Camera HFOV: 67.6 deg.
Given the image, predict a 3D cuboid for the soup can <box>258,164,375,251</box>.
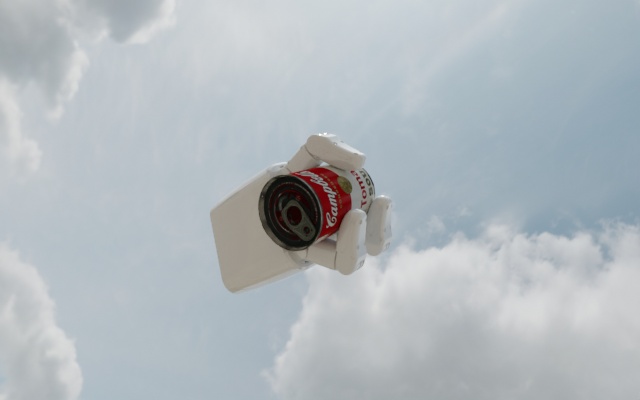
[{"bbox_3d":[0.001,0.001,0.450,0.068,0.068,0.102,0,11,34],"label":"soup can"}]
